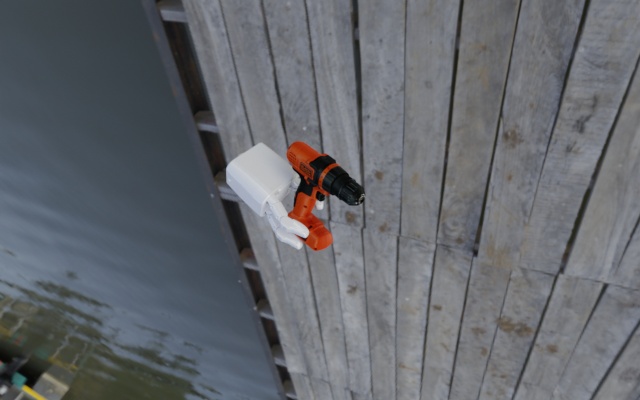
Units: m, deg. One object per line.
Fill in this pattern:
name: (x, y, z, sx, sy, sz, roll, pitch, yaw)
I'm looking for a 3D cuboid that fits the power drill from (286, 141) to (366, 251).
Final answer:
power drill: (0.000, 0.003, 0.898, 0.057, 0.188, 0.184, -23, 49, -36)
